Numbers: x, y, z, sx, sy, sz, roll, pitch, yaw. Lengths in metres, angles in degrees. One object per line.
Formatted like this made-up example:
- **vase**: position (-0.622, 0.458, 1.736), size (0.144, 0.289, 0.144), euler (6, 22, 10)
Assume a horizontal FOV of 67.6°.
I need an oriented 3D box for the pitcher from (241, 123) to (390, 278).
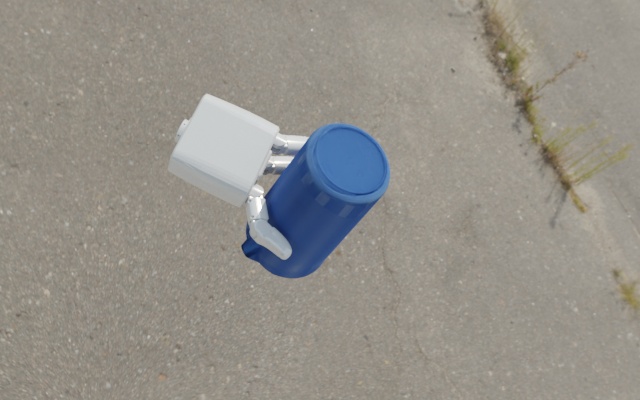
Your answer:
- **pitcher**: position (0.000, 0.002, 0.642), size (0.145, 0.149, 0.243), euler (25, -33, -10)
